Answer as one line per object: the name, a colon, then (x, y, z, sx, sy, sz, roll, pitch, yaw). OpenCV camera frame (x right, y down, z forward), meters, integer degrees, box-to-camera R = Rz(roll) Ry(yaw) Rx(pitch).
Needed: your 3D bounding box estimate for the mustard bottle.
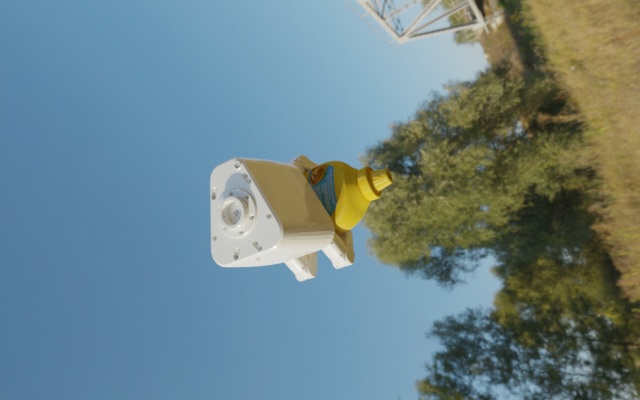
mustard bottle: (0.000, 0.002, 0.599, 0.191, 0.096, 0.058, -22, -36, 26)
